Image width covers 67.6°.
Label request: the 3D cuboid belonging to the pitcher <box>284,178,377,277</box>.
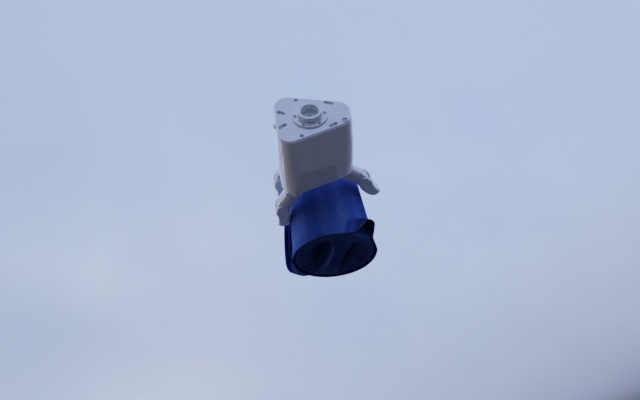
[{"bbox_3d":[0.000,0.003,0.812,0.149,0.242,0.145,-9,-37,-1],"label":"pitcher"}]
